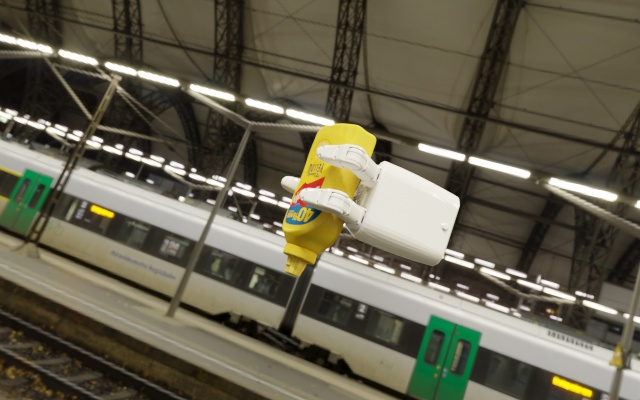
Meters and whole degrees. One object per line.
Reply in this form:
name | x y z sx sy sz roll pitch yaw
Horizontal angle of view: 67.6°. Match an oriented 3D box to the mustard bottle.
mustard bottle | 0.000 0.002 0.591 0.058 0.191 0.096 29 -14 -33
